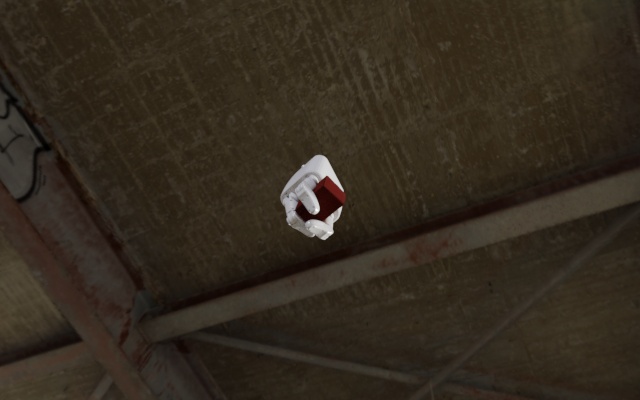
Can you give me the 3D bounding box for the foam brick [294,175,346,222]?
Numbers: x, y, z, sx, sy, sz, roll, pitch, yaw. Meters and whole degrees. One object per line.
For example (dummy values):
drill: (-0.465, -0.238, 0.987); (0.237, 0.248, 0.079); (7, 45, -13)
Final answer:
foam brick: (0.000, 0.003, 0.866); (0.078, 0.053, 0.051); (-40, 12, 23)
